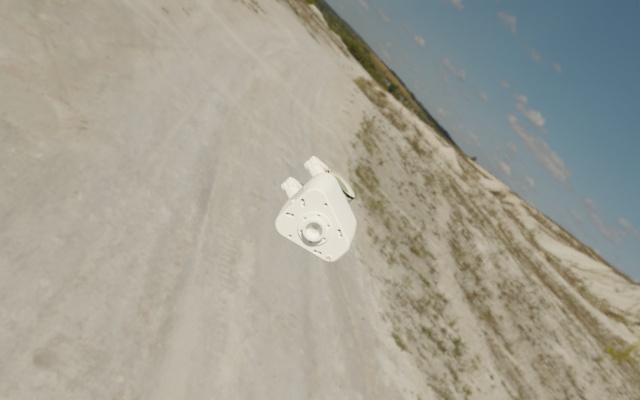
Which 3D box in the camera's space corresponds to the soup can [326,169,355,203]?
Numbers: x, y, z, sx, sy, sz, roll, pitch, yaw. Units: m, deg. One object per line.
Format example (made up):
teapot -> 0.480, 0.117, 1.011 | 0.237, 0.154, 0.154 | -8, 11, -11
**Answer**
soup can -> 0.001, 0.002, 0.819 | 0.102, 0.068, 0.068 | -42, -13, 15
